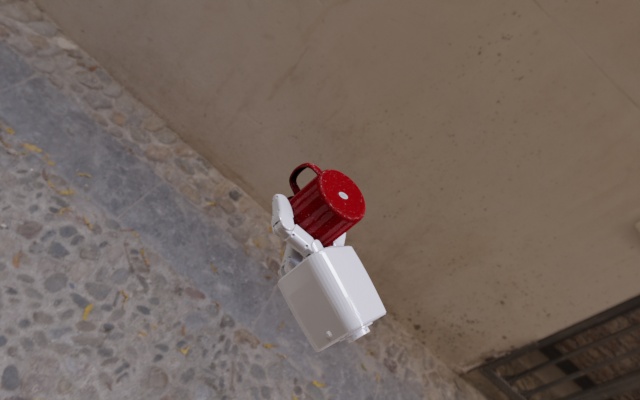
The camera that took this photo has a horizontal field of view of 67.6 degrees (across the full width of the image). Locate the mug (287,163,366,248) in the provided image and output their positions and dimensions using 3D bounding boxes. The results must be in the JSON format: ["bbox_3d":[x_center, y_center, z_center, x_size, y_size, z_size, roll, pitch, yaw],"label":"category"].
[{"bbox_3d":[0.000,0.001,0.642,0.093,0.117,0.081,-12,-23,-51],"label":"mug"}]
